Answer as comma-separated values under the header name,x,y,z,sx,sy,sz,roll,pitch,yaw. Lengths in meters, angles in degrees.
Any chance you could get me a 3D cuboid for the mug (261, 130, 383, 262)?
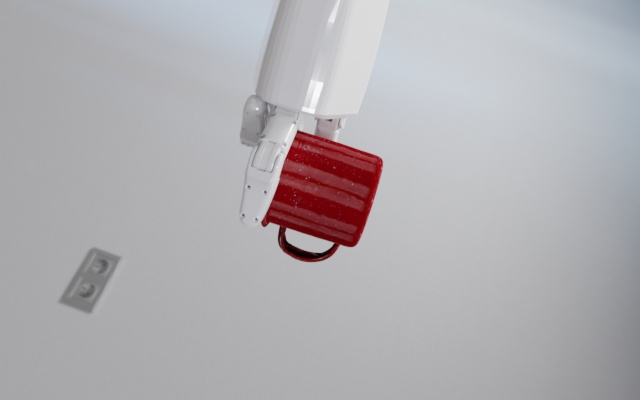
name,x,y,z,sx,sy,sz,roll,pitch,yaw
mug,0.000,0.003,0.409,0.081,0.117,0.093,18,19,2
